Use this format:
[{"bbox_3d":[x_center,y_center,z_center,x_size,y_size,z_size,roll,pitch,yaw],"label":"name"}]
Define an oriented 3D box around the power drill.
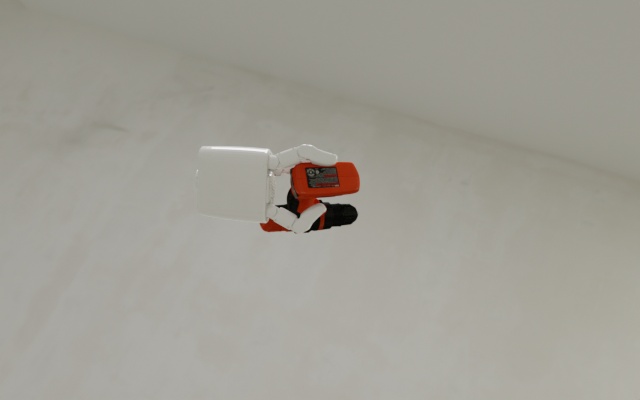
[{"bbox_3d":[0.000,0.002,0.802,0.184,0.057,0.188,-5,-24,-20],"label":"power drill"}]
